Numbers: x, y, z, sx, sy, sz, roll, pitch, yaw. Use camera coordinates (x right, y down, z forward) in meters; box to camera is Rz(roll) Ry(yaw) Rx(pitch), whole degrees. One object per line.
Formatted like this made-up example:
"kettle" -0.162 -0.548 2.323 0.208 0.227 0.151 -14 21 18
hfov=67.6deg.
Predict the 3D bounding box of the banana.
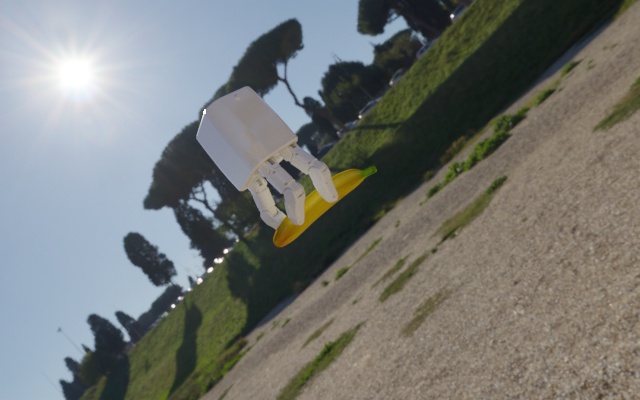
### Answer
"banana" -0.003 0.004 0.718 0.197 0.037 0.069 -40 2 -22
